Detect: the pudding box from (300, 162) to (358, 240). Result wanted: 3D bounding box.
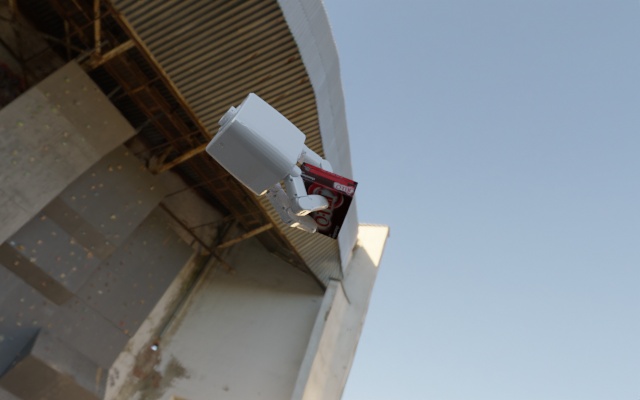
[{"bbox_3d":[0.000,0.002,0.735,0.090,0.039,0.114,22,-38,4],"label":"pudding box"}]
